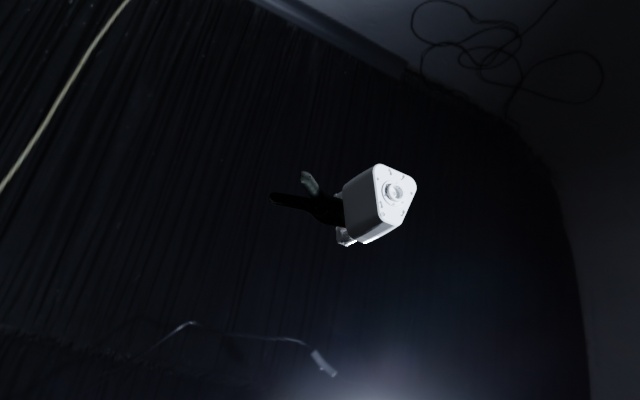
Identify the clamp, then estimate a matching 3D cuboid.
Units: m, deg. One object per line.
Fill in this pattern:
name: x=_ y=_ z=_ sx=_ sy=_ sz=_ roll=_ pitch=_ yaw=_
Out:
clamp: x=0.000 y=0.004 z=0.895 sx=0.171 sy=0.039 sz=0.120 roll=21 pitch=-28 yaw=-20
